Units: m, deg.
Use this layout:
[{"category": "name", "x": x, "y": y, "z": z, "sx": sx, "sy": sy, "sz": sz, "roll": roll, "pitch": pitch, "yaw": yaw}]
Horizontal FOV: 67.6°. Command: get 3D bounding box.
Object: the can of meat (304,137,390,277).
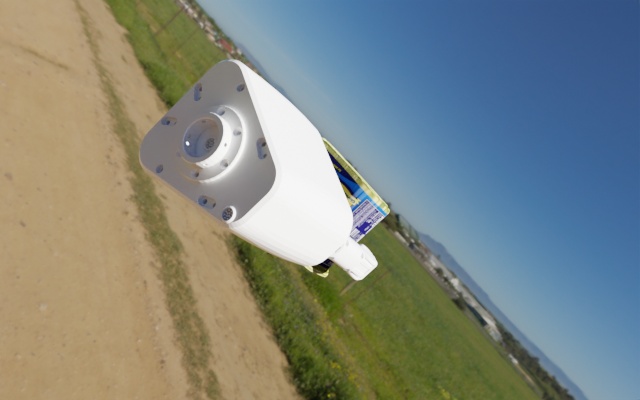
[{"category": "can of meat", "x": 0.000, "y": 0.001, "z": 0.428, "sx": 0.102, "sy": 0.084, "sz": 0.057, "roll": 51, "pitch": 8, "yaw": 33}]
